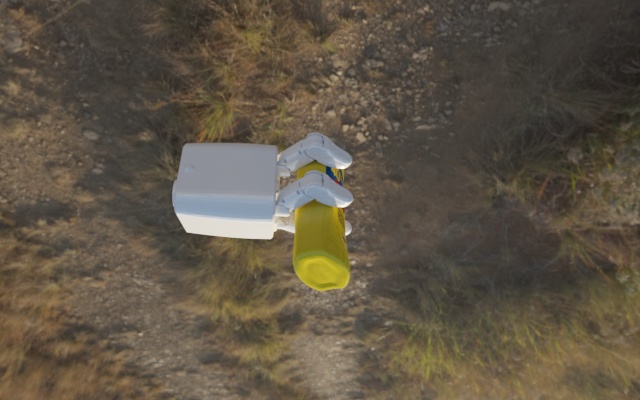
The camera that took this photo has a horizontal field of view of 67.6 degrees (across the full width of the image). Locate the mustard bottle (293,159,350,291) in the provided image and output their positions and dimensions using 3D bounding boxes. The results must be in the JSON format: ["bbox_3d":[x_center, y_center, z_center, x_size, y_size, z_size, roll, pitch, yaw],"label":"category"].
[{"bbox_3d":[0.000,0.002,0.565,0.058,0.191,0.096,-11,-36,14],"label":"mustard bottle"}]
